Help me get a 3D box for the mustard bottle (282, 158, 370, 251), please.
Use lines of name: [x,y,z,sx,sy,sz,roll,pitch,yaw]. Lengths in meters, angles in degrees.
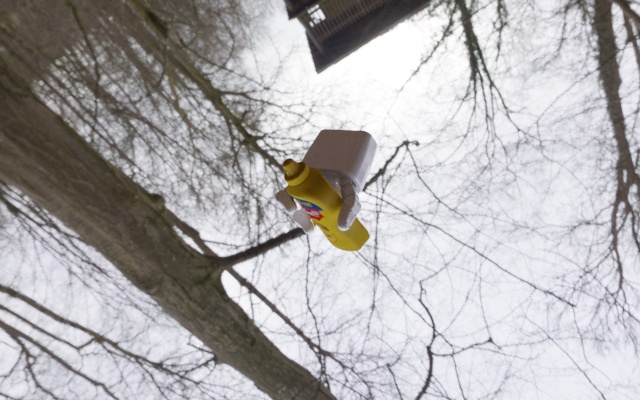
mustard bottle: [0.000,0.003,0.773,0.096,0.058,0.192,23,-23,53]
